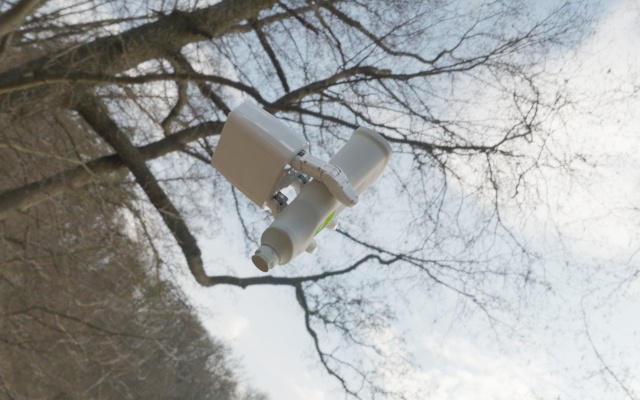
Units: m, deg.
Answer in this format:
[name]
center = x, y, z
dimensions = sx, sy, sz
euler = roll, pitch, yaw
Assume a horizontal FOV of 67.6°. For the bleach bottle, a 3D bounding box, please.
[bleach bottle]
center = 0.000, 0.002, 0.650
dimensions = 0.250, 0.068, 0.103
euler = -44, -13, -36
